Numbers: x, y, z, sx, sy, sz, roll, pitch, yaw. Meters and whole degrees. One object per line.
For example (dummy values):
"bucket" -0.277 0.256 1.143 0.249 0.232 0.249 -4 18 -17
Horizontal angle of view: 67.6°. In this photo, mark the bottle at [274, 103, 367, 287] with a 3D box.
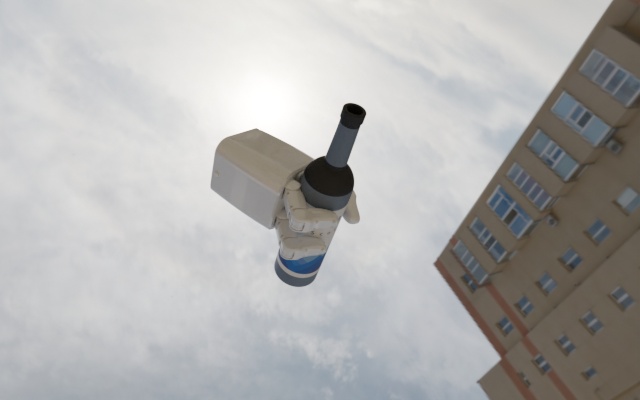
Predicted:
"bottle" 0.000 0.002 0.623 0.069 0.069 0.296 0 -44 -21
